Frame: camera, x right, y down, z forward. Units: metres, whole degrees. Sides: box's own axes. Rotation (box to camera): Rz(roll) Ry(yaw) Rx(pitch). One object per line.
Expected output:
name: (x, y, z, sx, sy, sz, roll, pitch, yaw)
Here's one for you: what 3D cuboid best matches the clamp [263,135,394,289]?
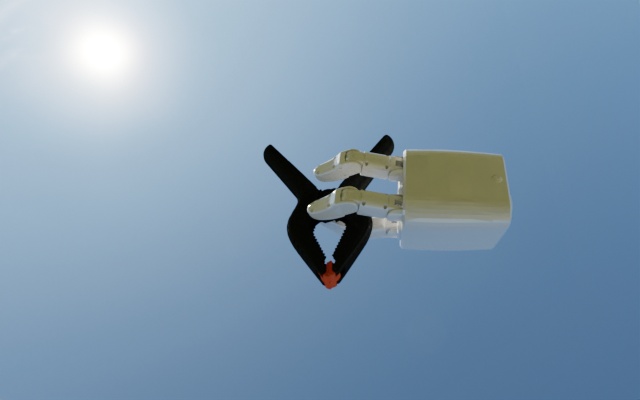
clamp: (0.000, 0.003, 0.552, 0.164, 0.209, 0.036, 1, -39, 10)
